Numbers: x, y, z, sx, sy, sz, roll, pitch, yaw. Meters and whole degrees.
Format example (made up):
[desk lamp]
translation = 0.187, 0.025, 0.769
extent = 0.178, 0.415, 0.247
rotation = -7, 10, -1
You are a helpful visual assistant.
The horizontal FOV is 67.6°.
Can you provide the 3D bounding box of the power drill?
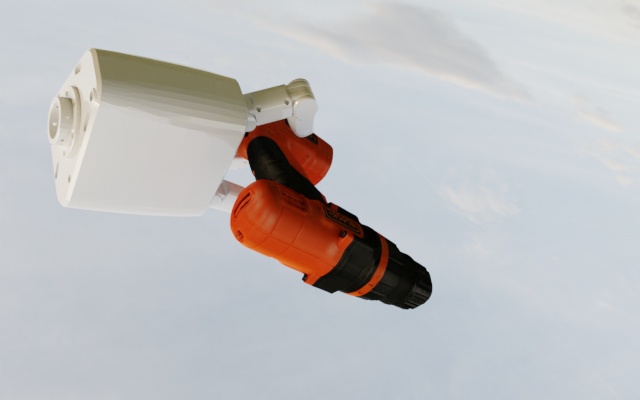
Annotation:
[power drill]
translation = 0.000, 0.001, 0.401
extent = 0.184, 0.057, 0.187
rotation = 30, 18, -34
